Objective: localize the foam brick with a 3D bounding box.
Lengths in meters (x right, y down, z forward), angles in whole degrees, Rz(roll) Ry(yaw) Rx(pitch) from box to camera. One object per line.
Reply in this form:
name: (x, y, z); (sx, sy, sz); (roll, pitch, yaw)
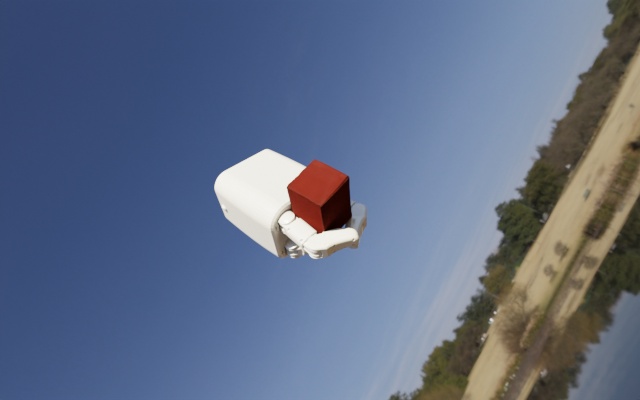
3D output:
foam brick: (0.000, 0.002, 0.555); (0.051, 0.053, 0.078); (31, -28, 26)
